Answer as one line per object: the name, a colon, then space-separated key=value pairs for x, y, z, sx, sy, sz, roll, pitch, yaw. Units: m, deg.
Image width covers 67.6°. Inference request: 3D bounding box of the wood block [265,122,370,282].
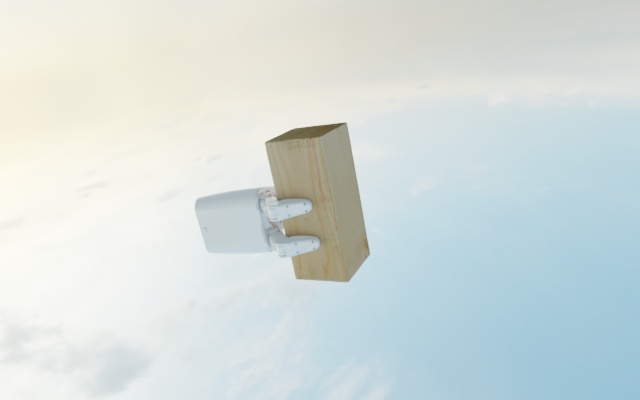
wood block: x=0.000 y=0.002 z=0.683 sx=0.090 sy=0.206 sz=0.090 roll=-2 pitch=20 yaw=28
